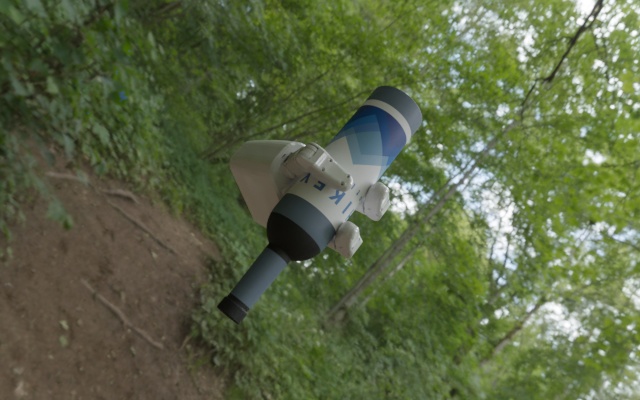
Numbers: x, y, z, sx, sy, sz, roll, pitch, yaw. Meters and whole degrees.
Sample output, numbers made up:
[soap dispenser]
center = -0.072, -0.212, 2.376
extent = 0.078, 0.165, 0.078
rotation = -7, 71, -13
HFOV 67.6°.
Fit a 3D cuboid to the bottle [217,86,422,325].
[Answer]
[bottle]
center = 0.000, 0.001, 0.499
extent = 0.069, 0.295, 0.069
rotation = 34, -20, 14
